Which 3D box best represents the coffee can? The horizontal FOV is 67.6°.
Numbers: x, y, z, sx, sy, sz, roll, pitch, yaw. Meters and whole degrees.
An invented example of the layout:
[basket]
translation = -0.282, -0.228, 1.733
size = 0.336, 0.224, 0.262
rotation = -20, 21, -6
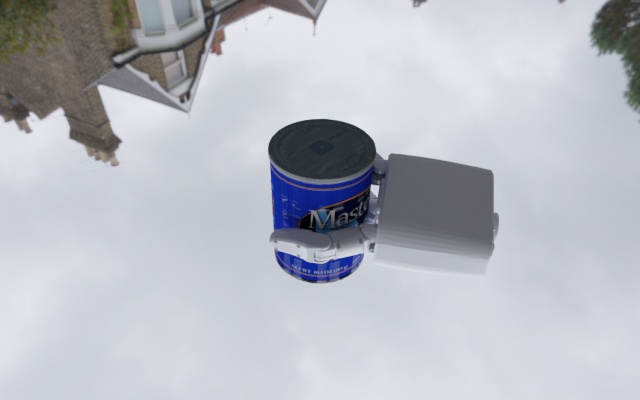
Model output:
[coffee can]
translation = 0.000, 0.002, 0.496
size = 0.103, 0.140, 0.102
rotation = 1, 40, -1
